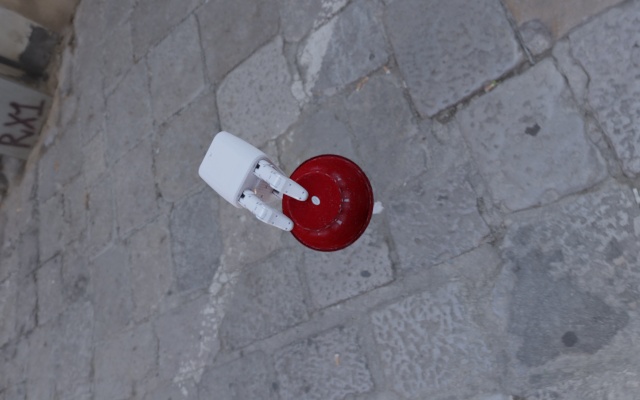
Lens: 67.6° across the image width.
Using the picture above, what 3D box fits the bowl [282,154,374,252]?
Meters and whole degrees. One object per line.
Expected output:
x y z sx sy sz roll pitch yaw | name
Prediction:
0.001 0.003 0.758 0.162 0.162 0.055 0 -3 22 | bowl
